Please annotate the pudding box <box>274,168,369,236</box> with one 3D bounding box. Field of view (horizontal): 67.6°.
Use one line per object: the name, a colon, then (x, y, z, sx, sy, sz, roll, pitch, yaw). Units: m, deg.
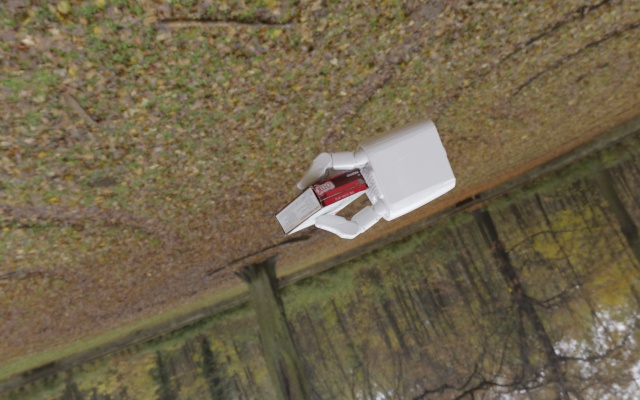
pudding box: (0.000, 0.002, 0.663, 0.090, 0.039, 0.113, -21, -12, -38)
